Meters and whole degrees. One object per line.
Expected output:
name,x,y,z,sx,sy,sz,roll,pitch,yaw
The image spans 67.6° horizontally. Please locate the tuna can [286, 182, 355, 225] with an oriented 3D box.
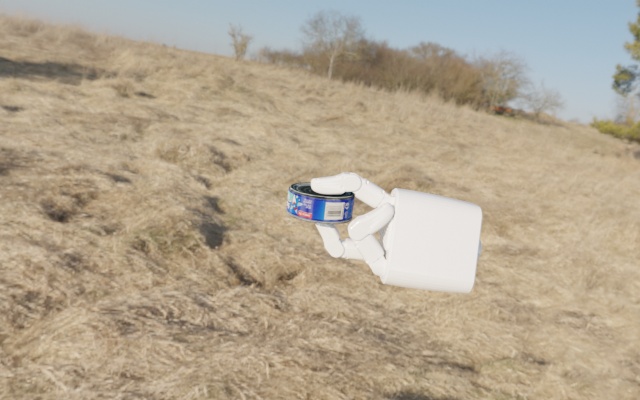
tuna can,0.000,0.001,0.607,0.086,0.034,0.086,6,13,-1
